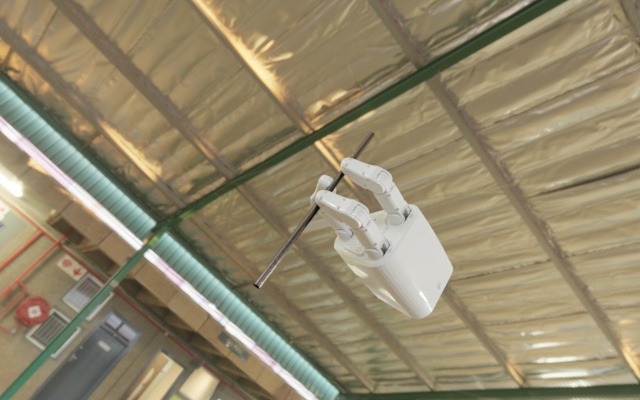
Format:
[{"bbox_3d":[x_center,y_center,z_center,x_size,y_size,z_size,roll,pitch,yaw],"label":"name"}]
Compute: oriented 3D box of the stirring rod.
[{"bbox_3d":[0.000,0.002,0.533,0.011,0.011,0.239,0,44,48],"label":"stirring rod"}]
